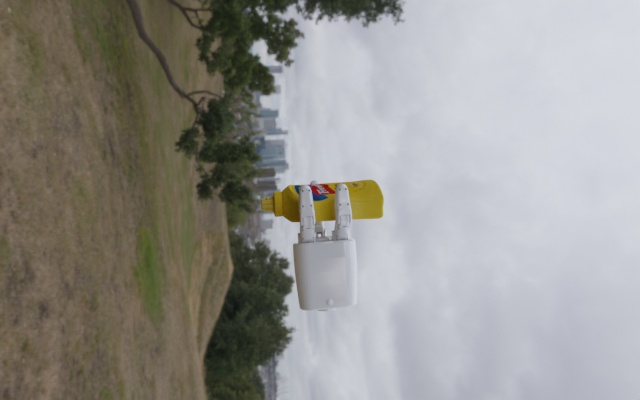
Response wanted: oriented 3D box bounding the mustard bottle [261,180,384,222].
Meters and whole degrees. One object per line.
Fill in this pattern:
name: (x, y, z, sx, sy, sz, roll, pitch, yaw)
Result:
mustard bottle: (0.000, 0.002, 0.775, 0.191, 0.058, 0.096, -4, 23, -7)
